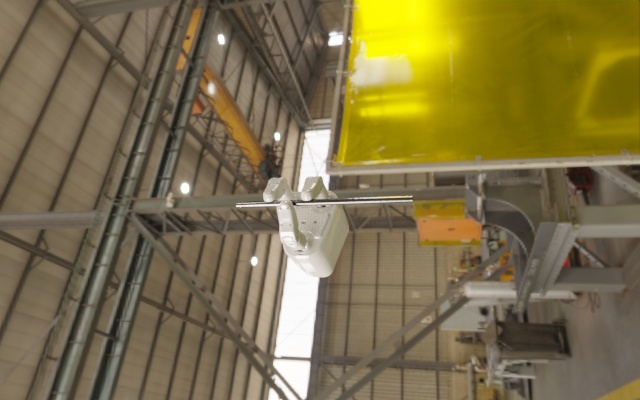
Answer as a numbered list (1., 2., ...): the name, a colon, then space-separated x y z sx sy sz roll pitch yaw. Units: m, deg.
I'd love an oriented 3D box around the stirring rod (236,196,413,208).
1. stirring rod: 0.000 0.002 0.634 0.239 0.011 0.011 -2 -1 15
